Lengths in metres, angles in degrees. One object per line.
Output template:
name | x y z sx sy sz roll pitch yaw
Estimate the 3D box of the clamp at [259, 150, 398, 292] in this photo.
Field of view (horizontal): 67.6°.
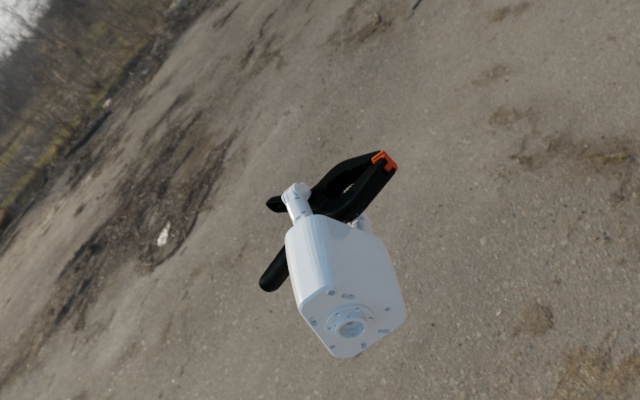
clamp | 0.000 0.001 0.597 0.036 0.210 0.164 41 20 -31
